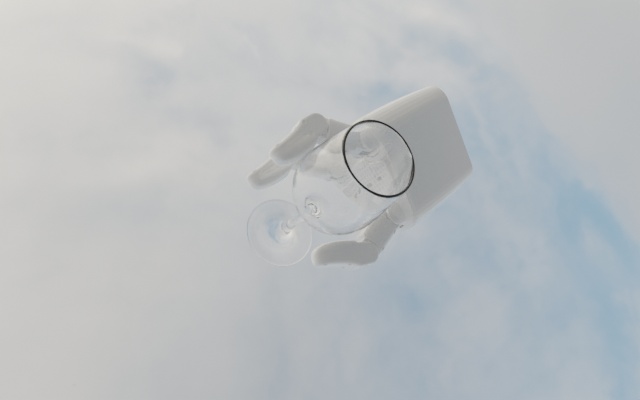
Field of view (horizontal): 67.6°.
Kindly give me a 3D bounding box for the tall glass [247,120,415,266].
[{"bbox_3d":[0.000,0.002,0.427,0.079,0.079,0.201,0,-19,-27],"label":"tall glass"}]
